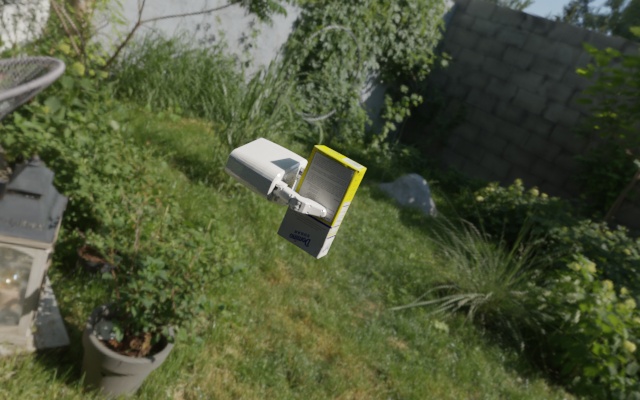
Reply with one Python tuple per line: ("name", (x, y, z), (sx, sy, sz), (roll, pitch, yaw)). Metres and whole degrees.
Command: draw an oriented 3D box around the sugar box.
("sugar box", (0.000, 0.003, 0.836), (0.093, 0.176, 0.048), (31, 20, 19))
